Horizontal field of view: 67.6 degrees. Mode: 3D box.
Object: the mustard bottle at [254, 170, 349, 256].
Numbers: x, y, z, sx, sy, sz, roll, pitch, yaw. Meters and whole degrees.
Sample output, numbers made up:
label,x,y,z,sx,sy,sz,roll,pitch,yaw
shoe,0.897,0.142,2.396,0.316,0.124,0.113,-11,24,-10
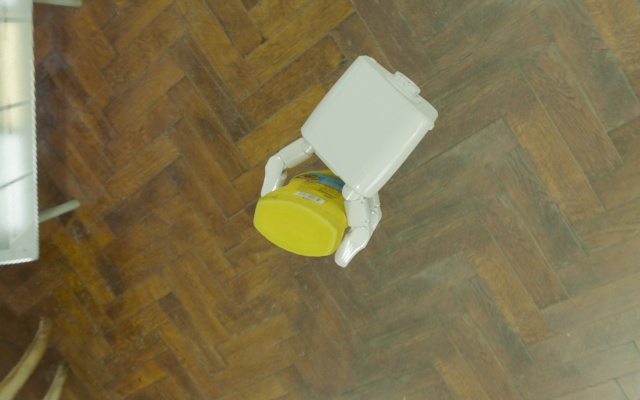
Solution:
label,x,y,z,sx,sy,sz,roll,pitch,yaw
mustard bottle,0.000,0.002,0.583,0.096,0.058,0.191,19,22,12
